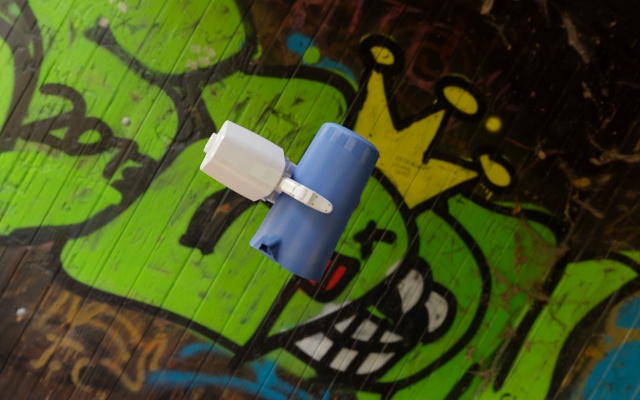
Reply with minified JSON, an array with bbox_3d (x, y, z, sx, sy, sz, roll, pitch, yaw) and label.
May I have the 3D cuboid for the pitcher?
[{"bbox_3d":[0.000,0.003,0.798,0.145,0.243,0.149,29,1,-17],"label":"pitcher"}]
